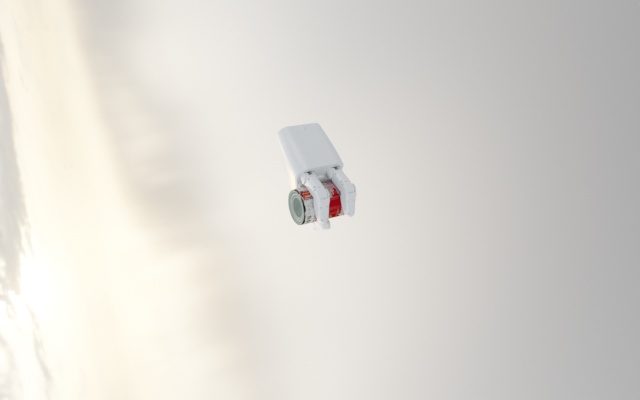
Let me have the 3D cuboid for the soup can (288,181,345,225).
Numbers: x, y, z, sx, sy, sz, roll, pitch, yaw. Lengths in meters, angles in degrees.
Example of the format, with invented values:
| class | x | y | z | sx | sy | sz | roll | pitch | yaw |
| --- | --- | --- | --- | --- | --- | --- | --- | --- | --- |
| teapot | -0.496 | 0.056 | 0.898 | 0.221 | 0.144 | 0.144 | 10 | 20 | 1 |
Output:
| class | x | y | z | sx | sy | sz | roll | pitch | yaw |
| --- | --- | --- | --- | --- | --- | --- | --- | --- | --- |
| soup can | 0.000 | 0.003 | 0.871 | 0.102 | 0.068 | 0.068 | -12 | 5 | -26 |
